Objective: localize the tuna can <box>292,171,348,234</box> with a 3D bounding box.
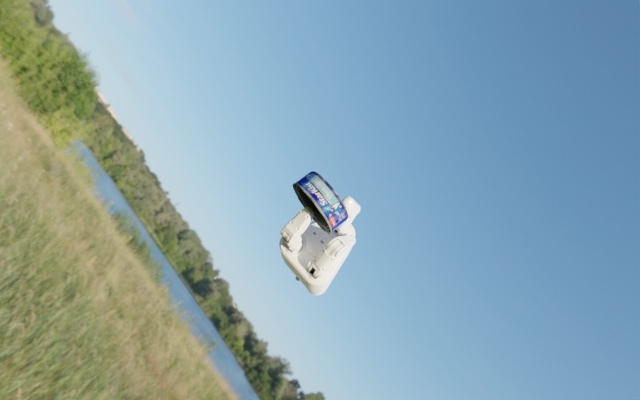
[{"bbox_3d":[0.001,0.002,0.660,0.034,0.086,0.086,-37,8,-11],"label":"tuna can"}]
